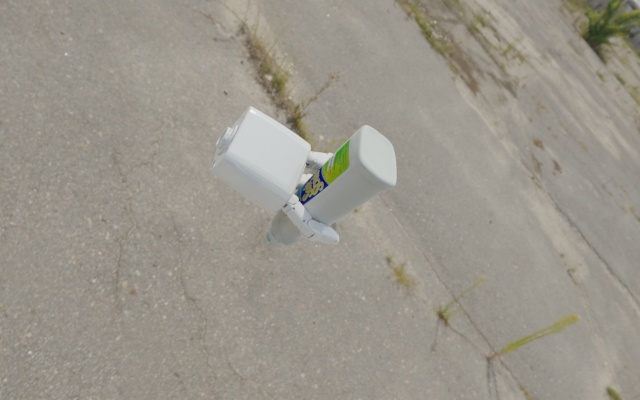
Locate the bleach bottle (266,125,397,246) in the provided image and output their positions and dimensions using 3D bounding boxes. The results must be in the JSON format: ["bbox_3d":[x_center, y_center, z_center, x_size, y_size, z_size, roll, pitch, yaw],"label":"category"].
[{"bbox_3d":[0.000,0.002,0.701,0.068,0.102,0.251,33,-51,-23],"label":"bleach bottle"}]
